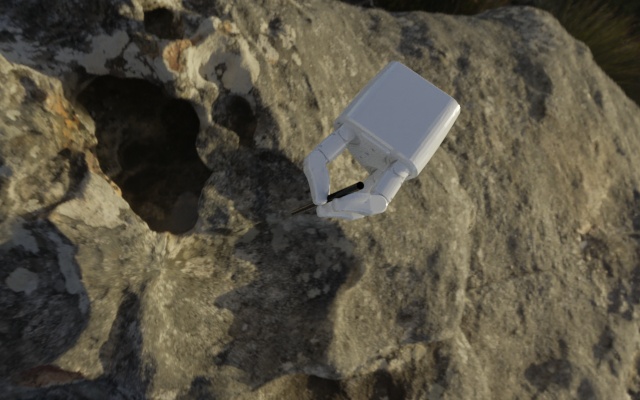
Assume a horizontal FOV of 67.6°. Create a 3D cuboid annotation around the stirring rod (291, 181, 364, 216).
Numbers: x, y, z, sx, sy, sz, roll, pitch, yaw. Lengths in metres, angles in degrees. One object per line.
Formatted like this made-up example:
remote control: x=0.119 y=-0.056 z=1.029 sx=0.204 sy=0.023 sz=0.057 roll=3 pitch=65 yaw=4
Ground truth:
stirring rod: x=0.000 y=0.002 z=0.565 sx=0.011 sy=0.011 sz=0.239 roll=0 pitch=-8 yaw=-18
